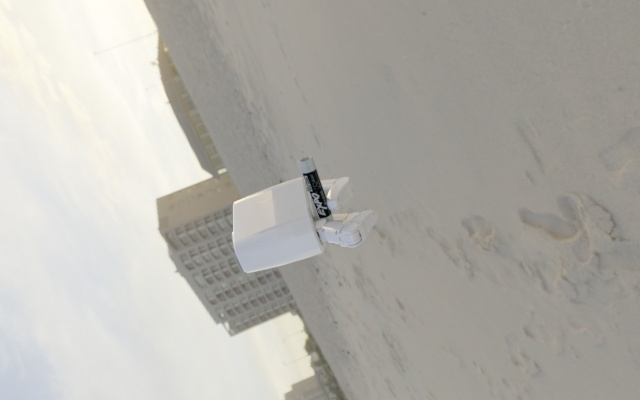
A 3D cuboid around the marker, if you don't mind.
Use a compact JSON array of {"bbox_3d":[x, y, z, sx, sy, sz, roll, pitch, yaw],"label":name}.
[{"bbox_3d":[0.000,0.002,0.600,0.020,0.121,0.020,-17,24,8],"label":"marker"}]
